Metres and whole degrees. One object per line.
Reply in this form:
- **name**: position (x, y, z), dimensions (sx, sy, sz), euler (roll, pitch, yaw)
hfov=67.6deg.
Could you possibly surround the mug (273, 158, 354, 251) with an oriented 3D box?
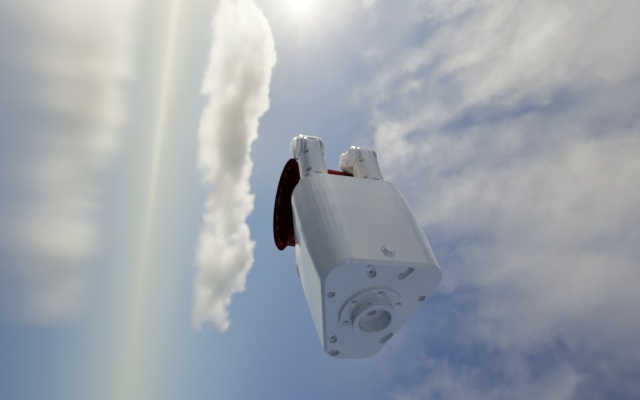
- **mug**: position (0.000, 0.001, 0.500), dimensions (0.081, 0.093, 0.117), euler (8, 34, -18)
